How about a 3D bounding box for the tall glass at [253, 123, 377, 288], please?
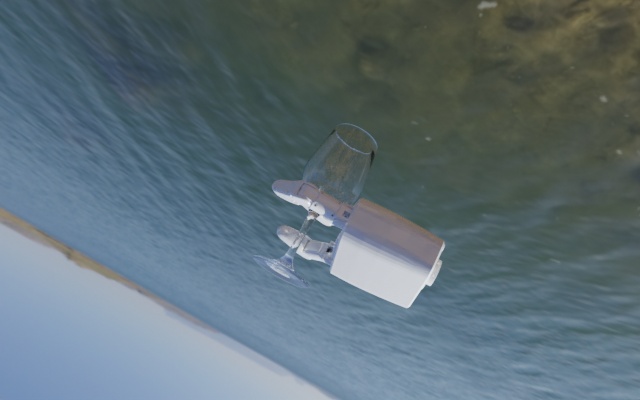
[{"bbox_3d":[0.000,0.002,0.586,0.079,0.201,0.079,26,-19,10],"label":"tall glass"}]
